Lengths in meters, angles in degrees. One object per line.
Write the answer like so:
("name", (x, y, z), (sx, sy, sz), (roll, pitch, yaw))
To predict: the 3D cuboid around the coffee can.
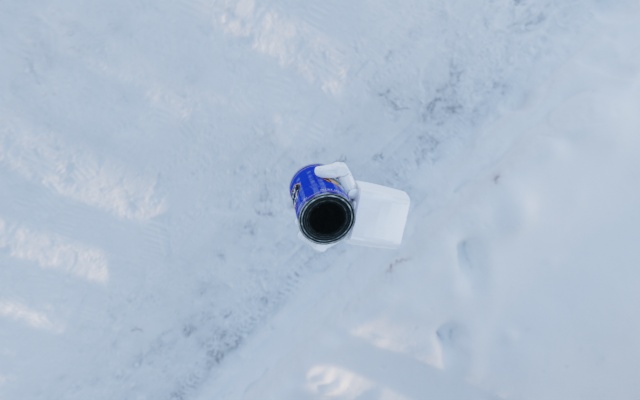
("coffee can", (0.000, 0.003, 0.886), (0.103, 0.103, 0.140), (0, 26, -11))
